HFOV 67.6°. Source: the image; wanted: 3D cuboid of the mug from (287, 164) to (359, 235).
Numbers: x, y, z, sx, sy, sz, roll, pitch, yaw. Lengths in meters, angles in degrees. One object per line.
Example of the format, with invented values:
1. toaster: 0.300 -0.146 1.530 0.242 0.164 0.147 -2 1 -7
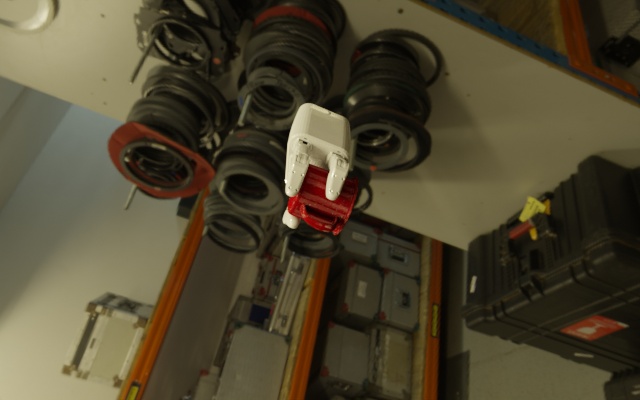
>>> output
1. mug: 0.000 0.003 0.704 0.081 0.093 0.117 20 38 -10
